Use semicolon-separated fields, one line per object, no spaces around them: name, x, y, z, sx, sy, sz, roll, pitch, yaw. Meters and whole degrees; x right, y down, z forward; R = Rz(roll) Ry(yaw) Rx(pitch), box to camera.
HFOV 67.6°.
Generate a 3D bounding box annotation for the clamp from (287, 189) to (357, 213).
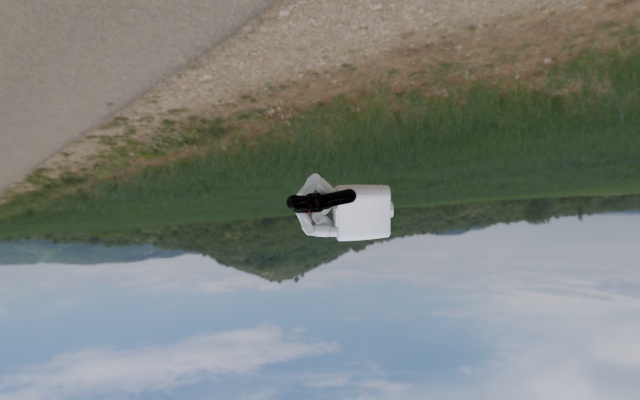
clamp;0.000;0.004;0.878;0.120;0.039;0.171;-1;-2;-2
